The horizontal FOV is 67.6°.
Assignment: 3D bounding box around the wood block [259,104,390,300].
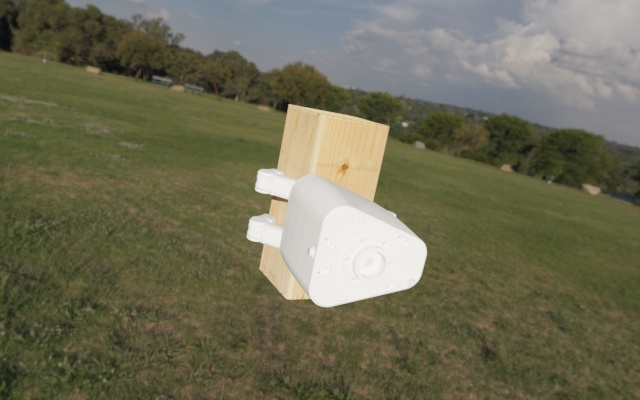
[{"bbox_3d":[0.001,0.002,0.562,0.091,0.206,0.090,4,15,-30],"label":"wood block"}]
